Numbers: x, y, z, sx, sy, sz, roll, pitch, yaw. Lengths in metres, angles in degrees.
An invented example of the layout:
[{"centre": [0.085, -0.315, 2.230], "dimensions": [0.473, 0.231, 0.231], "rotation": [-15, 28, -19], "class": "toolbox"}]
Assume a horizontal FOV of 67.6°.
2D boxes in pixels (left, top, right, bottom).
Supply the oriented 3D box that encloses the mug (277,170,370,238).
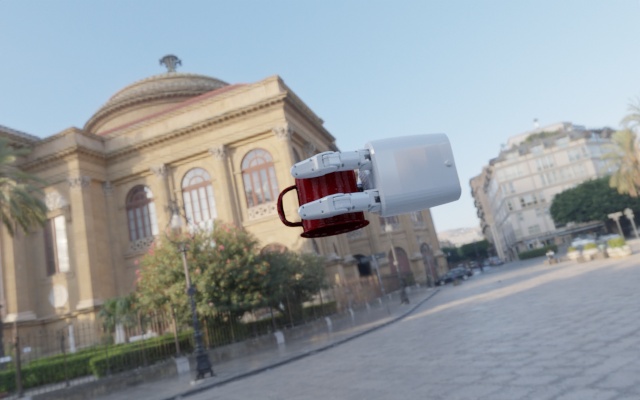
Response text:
[{"centre": [-0.001, 0.002, 0.631], "dimensions": [0.117, 0.081, 0.093], "rotation": [-9, -13, -9], "class": "mug"}]
